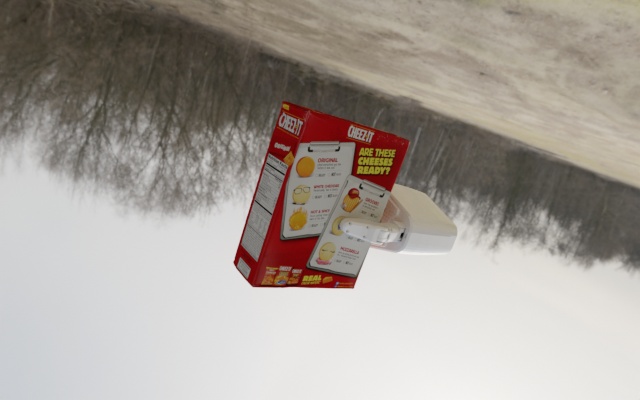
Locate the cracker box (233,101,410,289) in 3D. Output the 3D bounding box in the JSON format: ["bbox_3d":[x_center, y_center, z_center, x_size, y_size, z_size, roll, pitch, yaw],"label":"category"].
[{"bbox_3d":[0.000,0.002,0.597,0.164,0.214,0.072,9,15,-38],"label":"cracker box"}]
